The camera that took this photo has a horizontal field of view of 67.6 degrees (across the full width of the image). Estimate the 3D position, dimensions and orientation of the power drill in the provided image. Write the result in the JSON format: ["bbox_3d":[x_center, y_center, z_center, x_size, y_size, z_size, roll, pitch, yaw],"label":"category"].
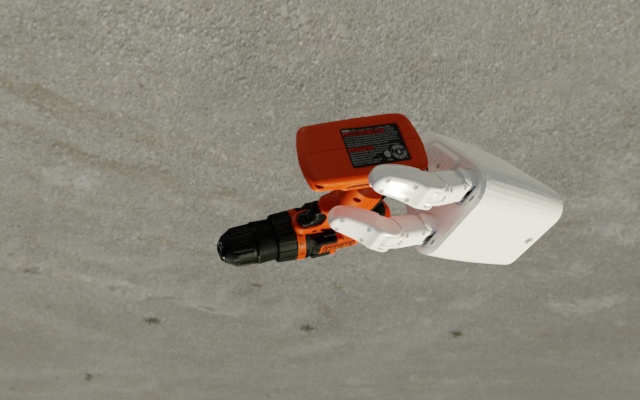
[{"bbox_3d":[0.000,0.001,0.433,0.184,0.057,0.188,-13,-21,-19],"label":"power drill"}]
